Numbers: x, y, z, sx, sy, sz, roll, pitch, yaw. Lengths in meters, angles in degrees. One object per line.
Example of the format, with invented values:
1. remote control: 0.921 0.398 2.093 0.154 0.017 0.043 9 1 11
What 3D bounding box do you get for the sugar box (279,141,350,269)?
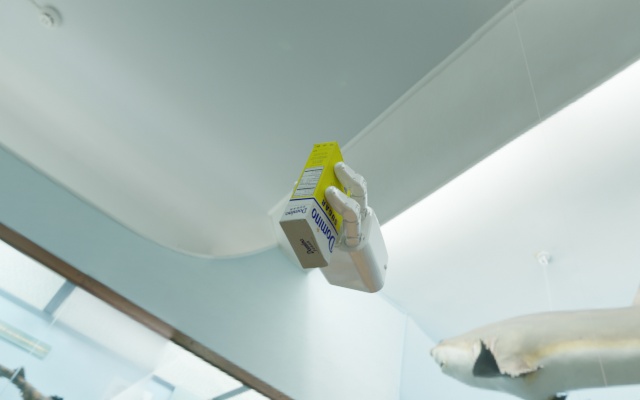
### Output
1. sugar box: 0.001 0.002 0.686 0.048 0.093 0.176 -7 39 22
